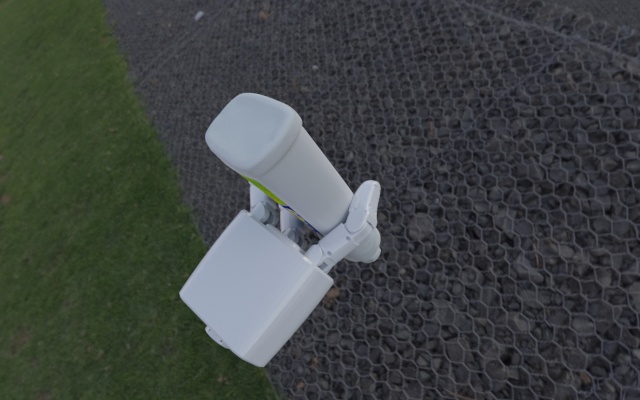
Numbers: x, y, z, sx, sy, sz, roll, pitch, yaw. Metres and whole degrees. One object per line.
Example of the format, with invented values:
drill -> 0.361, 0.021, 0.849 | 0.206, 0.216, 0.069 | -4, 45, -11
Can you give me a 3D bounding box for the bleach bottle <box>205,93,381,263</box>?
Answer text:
bleach bottle -> 0.000, 0.001, 0.482 | 0.102, 0.068, 0.251 | 32, -9, 46
